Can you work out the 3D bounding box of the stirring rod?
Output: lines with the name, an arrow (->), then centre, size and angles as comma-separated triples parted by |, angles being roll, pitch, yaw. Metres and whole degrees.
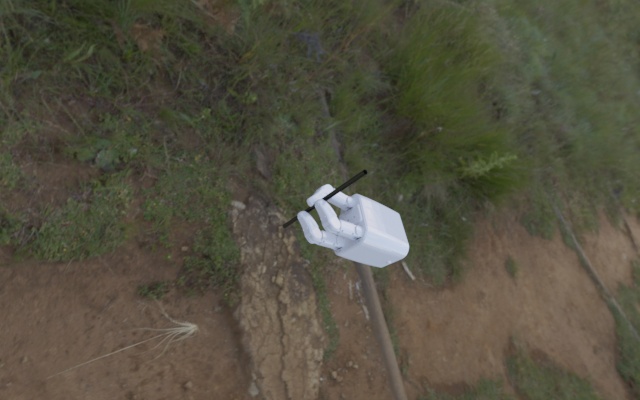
stirring rod -> 0.000, 0.003, 0.817 | 0.011, 0.011, 0.239 | 0, -23, -38
